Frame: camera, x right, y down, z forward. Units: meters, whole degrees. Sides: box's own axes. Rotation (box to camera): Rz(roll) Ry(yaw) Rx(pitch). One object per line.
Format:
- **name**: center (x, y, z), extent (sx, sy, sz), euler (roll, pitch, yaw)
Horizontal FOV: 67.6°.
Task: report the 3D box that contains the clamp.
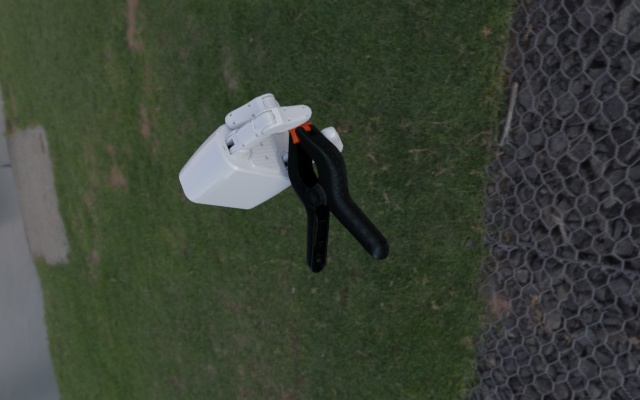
- **clamp**: center (0.000, 0.002, 0.532), extent (0.039, 0.171, 0.120), euler (-13, -14, -48)
